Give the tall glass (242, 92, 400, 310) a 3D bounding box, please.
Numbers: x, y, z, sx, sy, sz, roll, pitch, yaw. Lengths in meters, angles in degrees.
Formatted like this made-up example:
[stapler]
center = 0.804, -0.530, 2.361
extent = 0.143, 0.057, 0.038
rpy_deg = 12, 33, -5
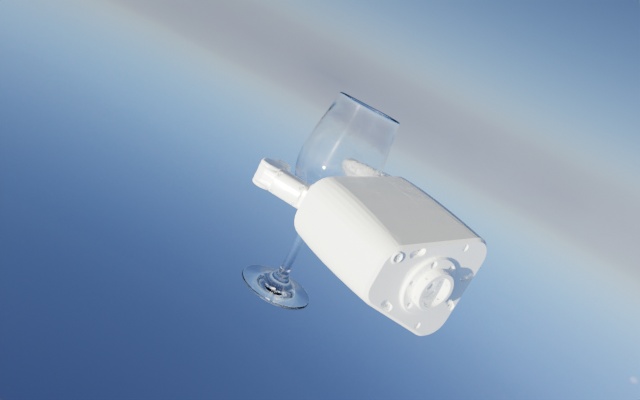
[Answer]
[tall glass]
center = 0.000, 0.002, 0.455
extent = 0.079, 0.201, 0.079
rpy_deg = 26, 14, -7
